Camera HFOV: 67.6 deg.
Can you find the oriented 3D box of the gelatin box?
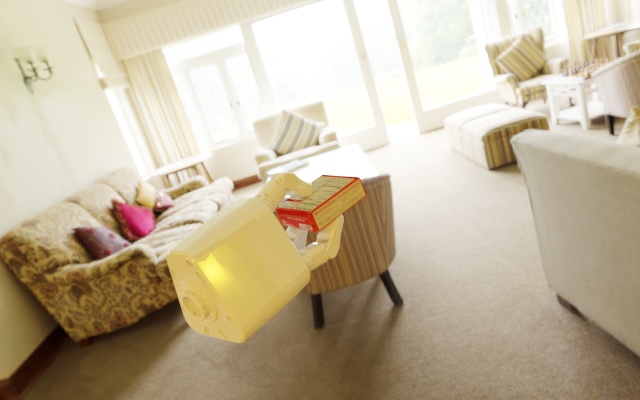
[{"bbox_3d":[0.000,0.001,0.585,0.089,0.030,0.073,-37,26,-30],"label":"gelatin box"}]
